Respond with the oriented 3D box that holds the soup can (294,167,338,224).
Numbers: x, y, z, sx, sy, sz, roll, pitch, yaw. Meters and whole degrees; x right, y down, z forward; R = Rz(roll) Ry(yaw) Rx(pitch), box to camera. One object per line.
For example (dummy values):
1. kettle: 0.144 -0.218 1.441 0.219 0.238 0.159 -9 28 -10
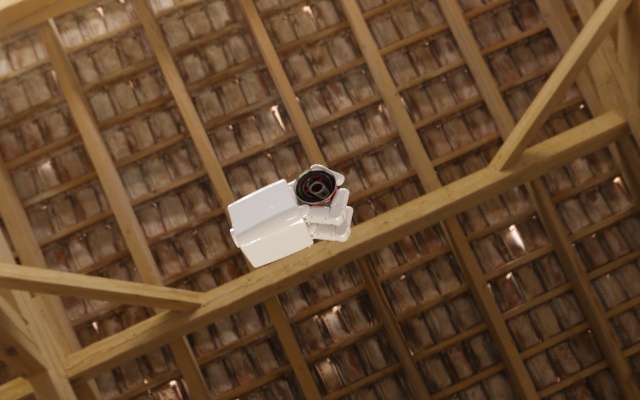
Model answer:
1. soup can: 0.001 0.002 0.787 0.068 0.068 0.102 0 -32 12
